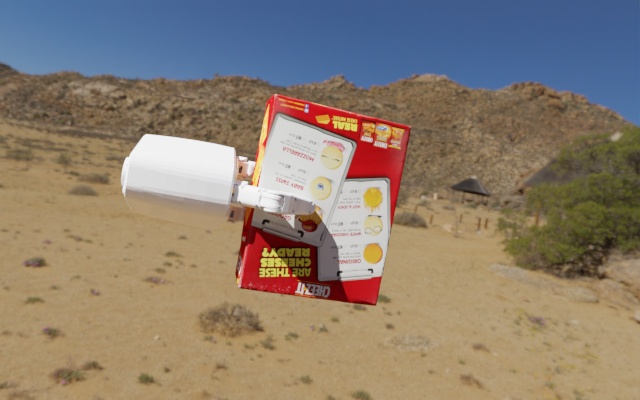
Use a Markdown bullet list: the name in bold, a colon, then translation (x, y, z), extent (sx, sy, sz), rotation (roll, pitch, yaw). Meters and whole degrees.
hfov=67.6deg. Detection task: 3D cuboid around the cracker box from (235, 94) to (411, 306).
- **cracker box**: translation (0.000, 0.002, 0.559), extent (0.164, 0.213, 0.072), rotation (10, 2, -14)
